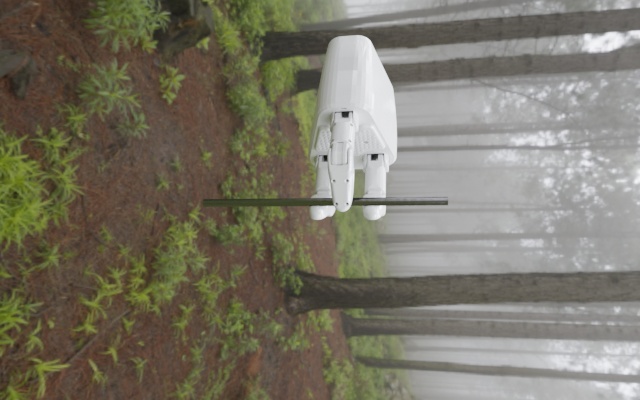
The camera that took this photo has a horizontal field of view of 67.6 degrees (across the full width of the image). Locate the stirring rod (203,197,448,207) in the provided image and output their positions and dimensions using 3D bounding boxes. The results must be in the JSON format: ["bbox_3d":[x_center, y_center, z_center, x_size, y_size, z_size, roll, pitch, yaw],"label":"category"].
[{"bbox_3d":[0.000,0.001,0.465,0.239,0.011,0.011,0,0,10],"label":"stirring rod"}]
